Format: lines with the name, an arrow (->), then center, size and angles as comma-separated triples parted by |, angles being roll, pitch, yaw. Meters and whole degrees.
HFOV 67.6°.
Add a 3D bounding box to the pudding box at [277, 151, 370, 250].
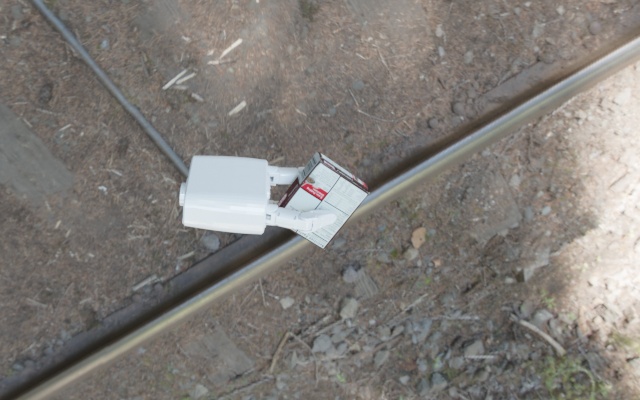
pudding box -> 0.000, 0.002, 0.674 | 0.090, 0.113, 0.039 | 32, 19, -20
